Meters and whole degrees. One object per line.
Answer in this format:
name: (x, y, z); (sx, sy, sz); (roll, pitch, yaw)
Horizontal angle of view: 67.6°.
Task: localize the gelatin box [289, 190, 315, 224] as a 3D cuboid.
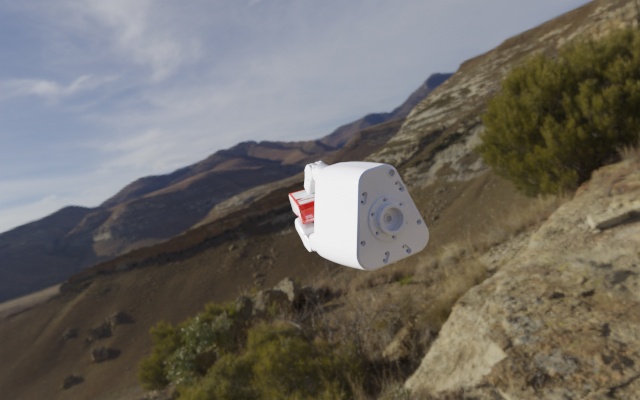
gelatin box: (0.000, 0.002, 0.663); (0.073, 0.030, 0.089); (-16, 14, -9)
